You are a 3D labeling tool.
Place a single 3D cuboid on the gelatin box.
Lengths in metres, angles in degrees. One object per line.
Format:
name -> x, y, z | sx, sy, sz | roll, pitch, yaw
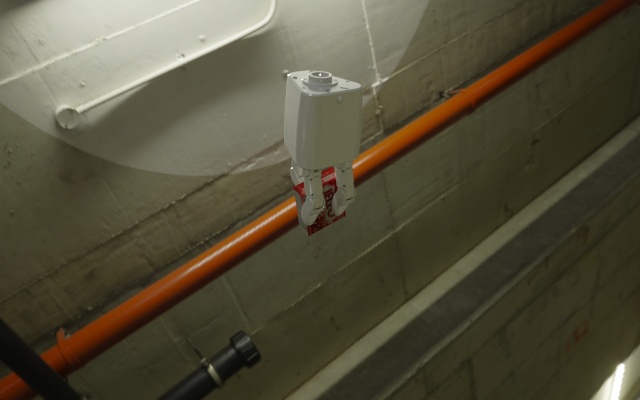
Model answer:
gelatin box -> 0.000, 0.002, 0.740 | 0.073, 0.089, 0.030 | -28, 45, -21
